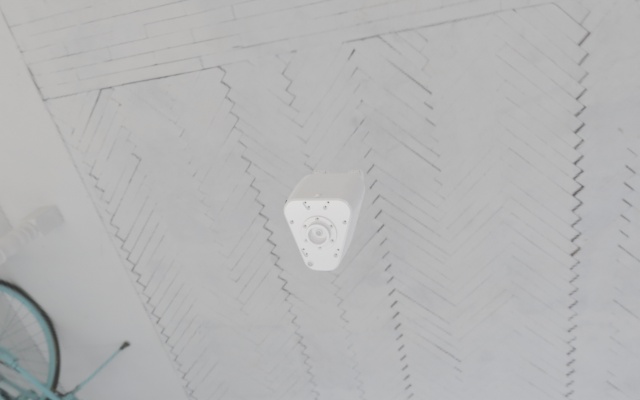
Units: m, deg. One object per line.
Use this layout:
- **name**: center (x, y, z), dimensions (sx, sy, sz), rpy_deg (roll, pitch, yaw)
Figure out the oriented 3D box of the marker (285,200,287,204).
- **marker**: center (0.000, 0.003, 0.798), dimensions (0.121, 0.020, 0.020), rpy_deg (-1, 0, 13)
